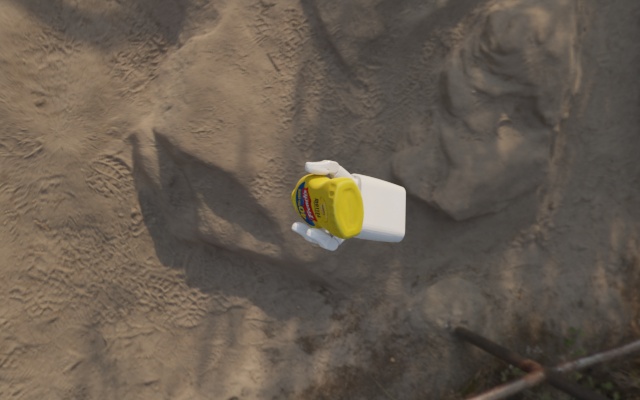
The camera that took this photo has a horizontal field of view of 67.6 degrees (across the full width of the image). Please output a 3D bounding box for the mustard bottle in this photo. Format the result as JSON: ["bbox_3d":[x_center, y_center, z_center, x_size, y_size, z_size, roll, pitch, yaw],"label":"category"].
[{"bbox_3d":[0.000,0.003,0.827,0.058,0.096,0.191,-16,15,-26],"label":"mustard bottle"}]
